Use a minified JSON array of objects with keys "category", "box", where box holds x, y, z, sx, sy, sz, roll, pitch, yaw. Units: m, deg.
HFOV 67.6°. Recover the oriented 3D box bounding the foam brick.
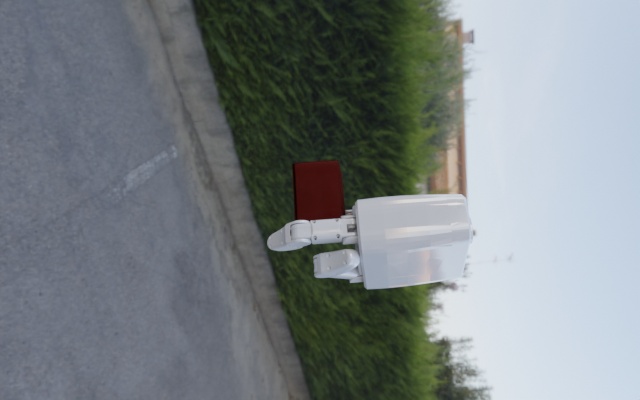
[{"category":"foam brick","box":[0.000,0.001,0.523,0.051,0.078,0.053,-6,-18,7]}]
